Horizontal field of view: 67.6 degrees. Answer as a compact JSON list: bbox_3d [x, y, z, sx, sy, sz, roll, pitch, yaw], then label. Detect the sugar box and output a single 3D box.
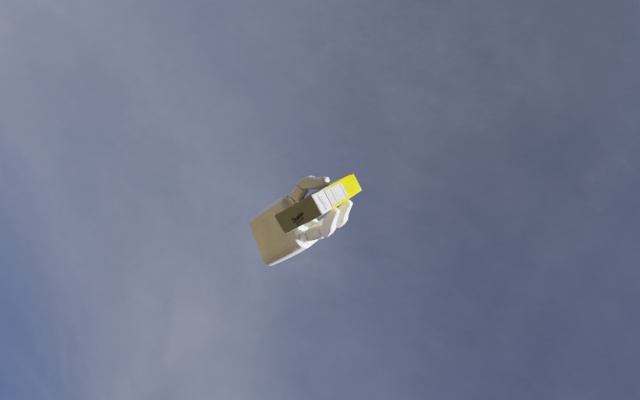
[{"bbox_3d":[0.000,0.003,0.897,0.093,0.048,0.176,-28,3,32],"label":"sugar box"}]
